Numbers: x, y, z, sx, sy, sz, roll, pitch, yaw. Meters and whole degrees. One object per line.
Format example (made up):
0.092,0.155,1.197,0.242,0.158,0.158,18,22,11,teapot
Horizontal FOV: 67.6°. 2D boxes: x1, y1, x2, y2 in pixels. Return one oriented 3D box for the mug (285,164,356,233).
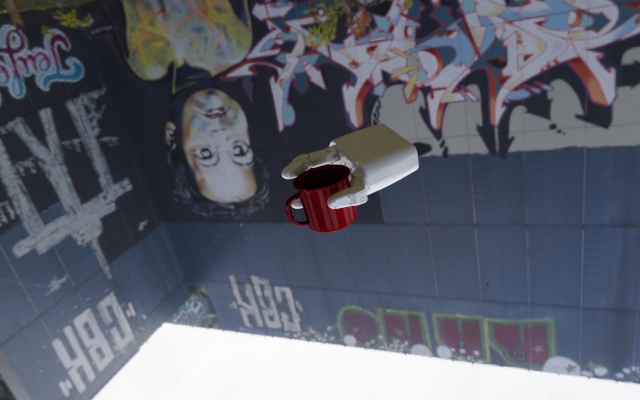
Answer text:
-0.001,0.003,0.756,0.117,0.081,0.093,-24,26,-19,mug
